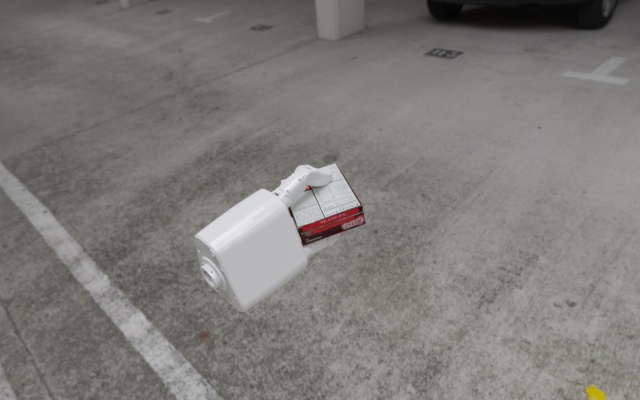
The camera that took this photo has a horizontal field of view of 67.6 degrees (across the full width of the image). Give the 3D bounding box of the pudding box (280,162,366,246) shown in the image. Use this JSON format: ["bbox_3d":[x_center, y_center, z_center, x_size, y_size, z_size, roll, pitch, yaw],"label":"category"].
[{"bbox_3d":[0.000,0.002,0.649,0.090,0.039,0.113,-18,41,-7],"label":"pudding box"}]
